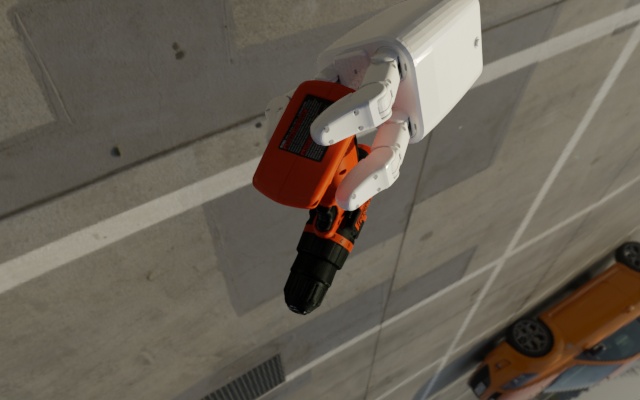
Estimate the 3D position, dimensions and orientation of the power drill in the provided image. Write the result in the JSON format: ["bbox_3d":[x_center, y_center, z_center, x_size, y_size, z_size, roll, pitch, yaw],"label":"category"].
[{"bbox_3d":[0.000,0.001,0.420,0.057,0.184,0.188,18,-17,15],"label":"power drill"}]
